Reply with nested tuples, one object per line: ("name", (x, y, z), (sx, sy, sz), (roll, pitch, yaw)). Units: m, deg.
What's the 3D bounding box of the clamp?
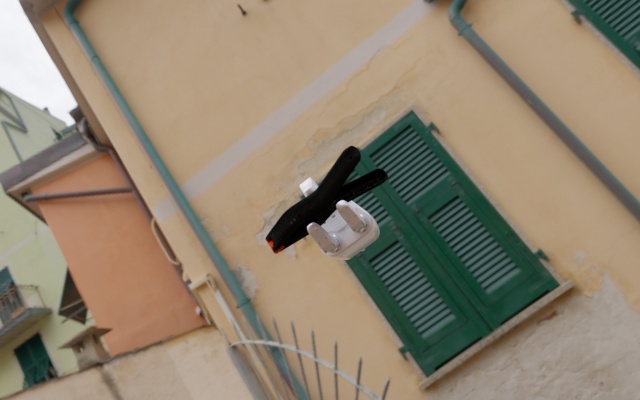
("clamp", (-0.001, 0.002, 0.697), (0.210, 0.036, 0.164), (-37, -21, 5))
